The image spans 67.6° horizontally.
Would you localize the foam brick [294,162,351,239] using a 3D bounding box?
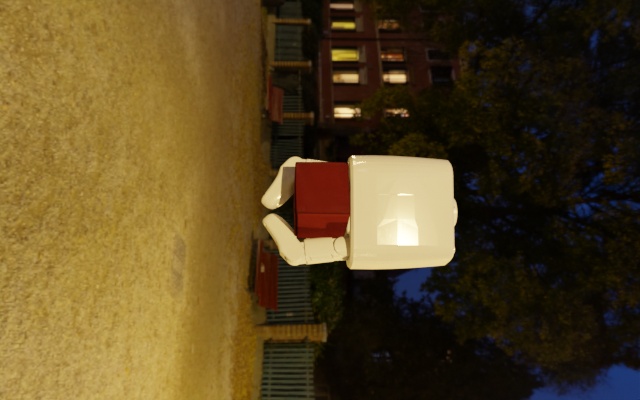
[{"bbox_3d":[0.000,0.002,0.466,0.051,0.053,0.078,1,-21,-2],"label":"foam brick"}]
